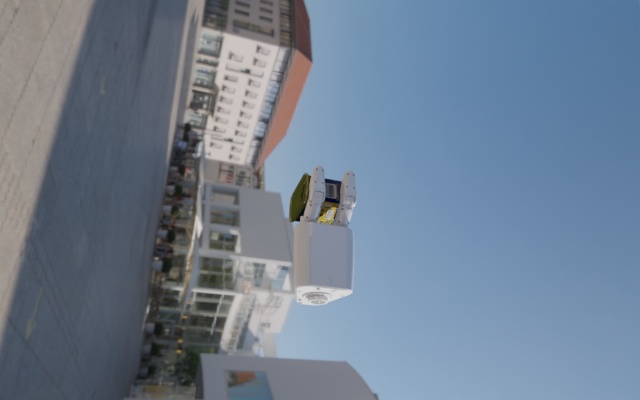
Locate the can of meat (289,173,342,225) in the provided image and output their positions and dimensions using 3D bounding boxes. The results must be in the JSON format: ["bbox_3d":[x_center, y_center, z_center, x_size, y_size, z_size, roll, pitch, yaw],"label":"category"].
[{"bbox_3d":[0.000,0.003,0.821,0.084,0.057,0.102,10,-32,-17],"label":"can of meat"}]
